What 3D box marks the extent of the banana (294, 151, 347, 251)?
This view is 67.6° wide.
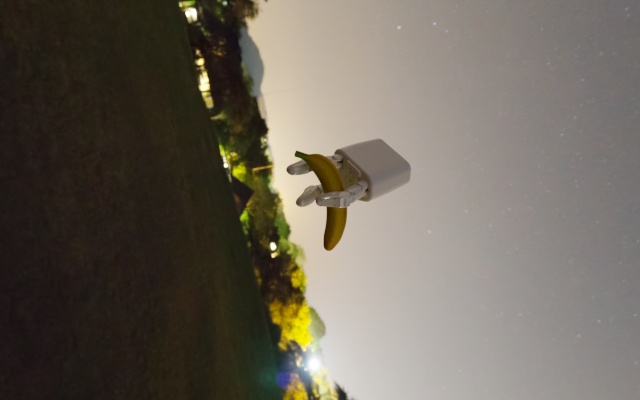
[{"bbox_3d":[0.015,-0.002,0.853,0.069,0.198,0.037,-6,18,32],"label":"banana"}]
